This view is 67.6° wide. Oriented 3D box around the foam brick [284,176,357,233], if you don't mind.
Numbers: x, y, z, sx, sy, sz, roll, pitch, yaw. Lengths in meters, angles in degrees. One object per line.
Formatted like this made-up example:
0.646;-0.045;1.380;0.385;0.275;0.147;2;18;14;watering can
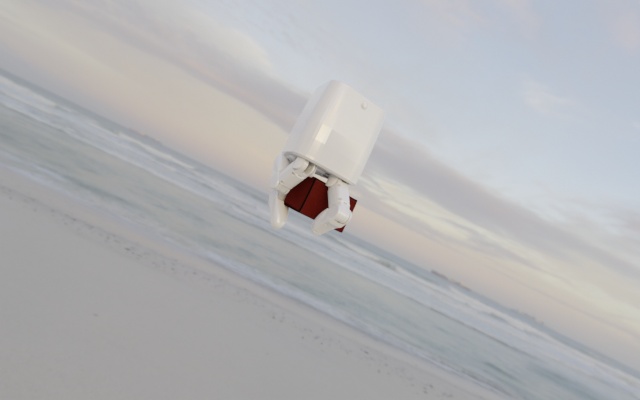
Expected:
0.000;0.002;0.648;0.078;0.051;0.053;27;-2;-33;foam brick
